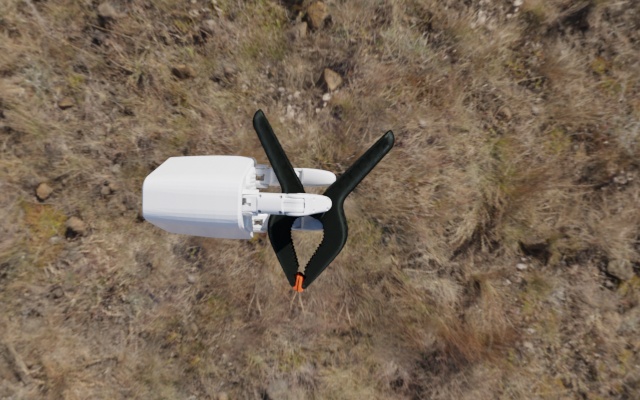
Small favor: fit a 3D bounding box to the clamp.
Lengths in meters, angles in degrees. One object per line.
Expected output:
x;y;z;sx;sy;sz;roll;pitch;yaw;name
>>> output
0.000;0.002;0.557;0.164;0.210;0.036;3;4;3;clamp
